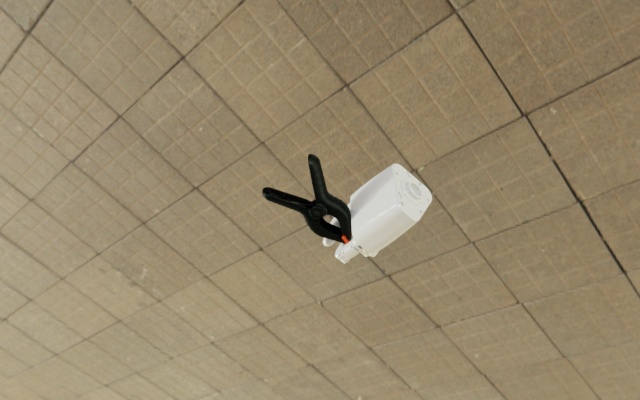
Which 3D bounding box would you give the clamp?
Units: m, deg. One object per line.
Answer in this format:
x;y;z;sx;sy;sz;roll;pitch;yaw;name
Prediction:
0.000;0.003;0.794;0.171;0.039;0.120;37;-52;-16;clamp
